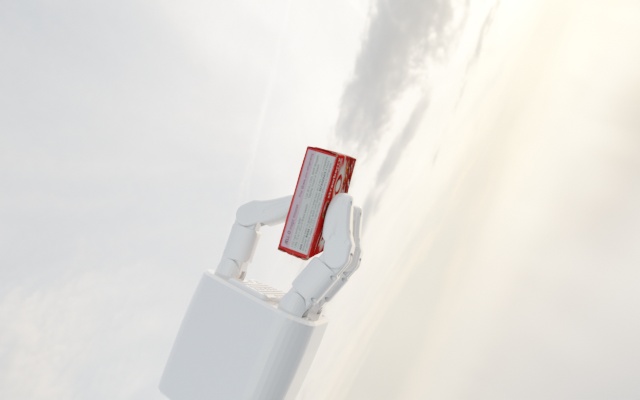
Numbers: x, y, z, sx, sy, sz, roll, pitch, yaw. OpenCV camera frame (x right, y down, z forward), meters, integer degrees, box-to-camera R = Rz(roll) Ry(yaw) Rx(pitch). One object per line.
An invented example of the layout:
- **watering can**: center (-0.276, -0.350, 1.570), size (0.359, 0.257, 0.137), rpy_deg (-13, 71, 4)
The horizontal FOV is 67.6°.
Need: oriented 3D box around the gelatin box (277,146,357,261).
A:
- **gelatin box**: center (0.000, 0.001, 0.405), size (0.030, 0.089, 0.073), rpy_deg (17, 7, 15)
